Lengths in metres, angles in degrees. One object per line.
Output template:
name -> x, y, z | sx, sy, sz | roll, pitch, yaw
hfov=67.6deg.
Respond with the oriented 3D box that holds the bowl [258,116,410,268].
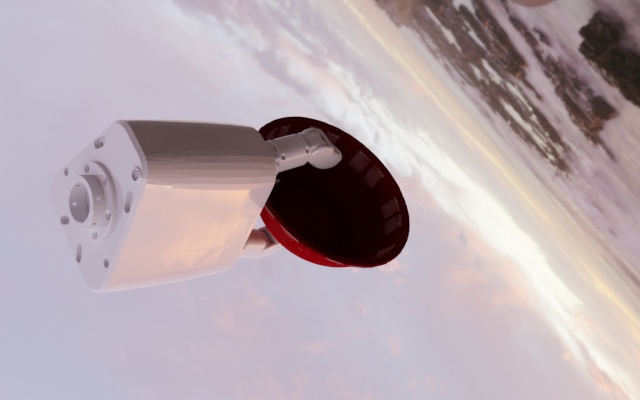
bowl -> 0.001, 0.002, 0.432 | 0.162, 0.162, 0.055 | 0, -35, -37
